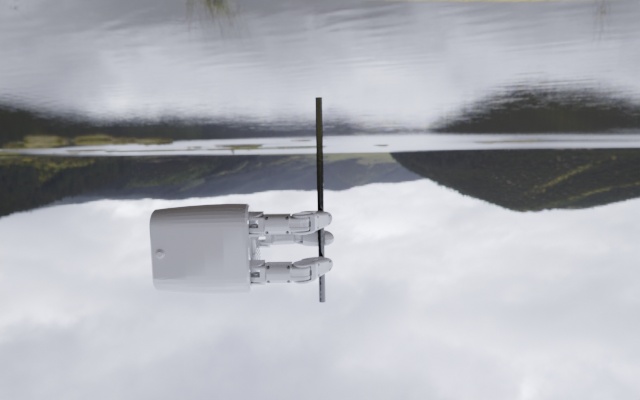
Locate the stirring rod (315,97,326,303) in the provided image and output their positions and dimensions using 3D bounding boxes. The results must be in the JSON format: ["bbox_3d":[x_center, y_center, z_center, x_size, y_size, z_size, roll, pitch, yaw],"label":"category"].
[{"bbox_3d":[0.000,0.002,0.559,0.011,0.239,0.011,-1,7,0],"label":"stirring rod"}]
